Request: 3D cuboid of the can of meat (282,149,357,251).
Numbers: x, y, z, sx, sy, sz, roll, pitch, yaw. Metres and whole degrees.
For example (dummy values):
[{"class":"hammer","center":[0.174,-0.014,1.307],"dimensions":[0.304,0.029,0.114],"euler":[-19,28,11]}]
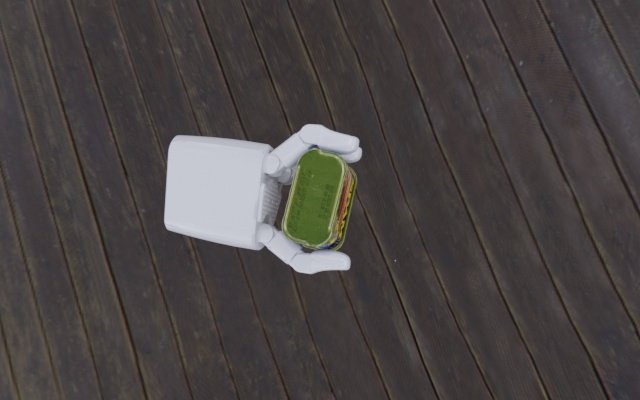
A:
[{"class":"can of meat","center":[0.000,0.002,0.506],"dimensions":[0.057,0.102,0.084],"euler":[12,-5,11]}]
